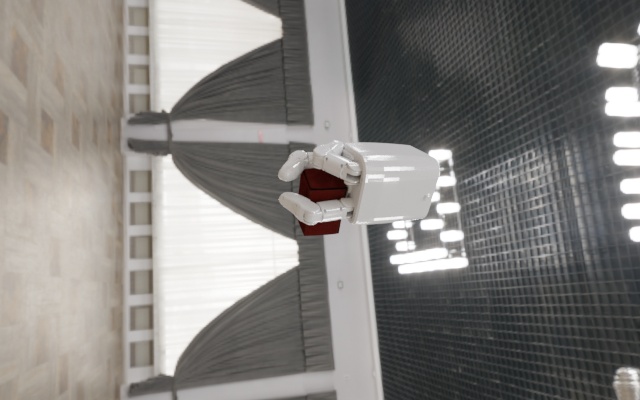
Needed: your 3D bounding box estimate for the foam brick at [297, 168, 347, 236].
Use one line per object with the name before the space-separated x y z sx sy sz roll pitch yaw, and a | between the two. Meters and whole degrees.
foam brick | 0.000 0.002 0.645 0.051 0.078 0.053 -3 37 -16
